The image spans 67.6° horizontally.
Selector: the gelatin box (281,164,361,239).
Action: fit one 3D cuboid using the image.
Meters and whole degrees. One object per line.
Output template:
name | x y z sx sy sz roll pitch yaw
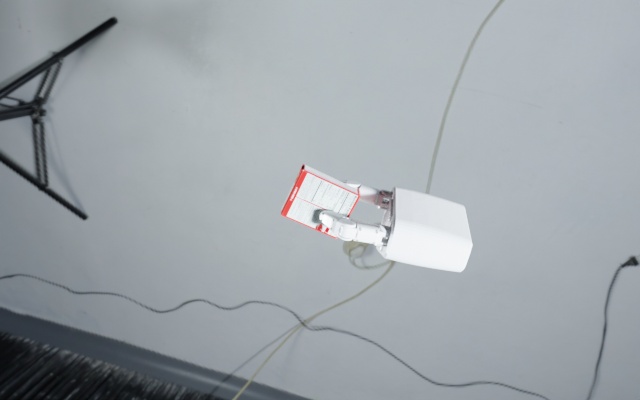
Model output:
gelatin box | 0.000 0.002 0.657 0.089 0.073 0.030 24 19 -10
